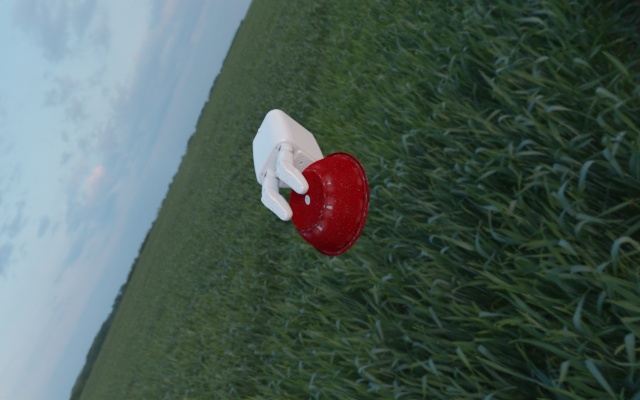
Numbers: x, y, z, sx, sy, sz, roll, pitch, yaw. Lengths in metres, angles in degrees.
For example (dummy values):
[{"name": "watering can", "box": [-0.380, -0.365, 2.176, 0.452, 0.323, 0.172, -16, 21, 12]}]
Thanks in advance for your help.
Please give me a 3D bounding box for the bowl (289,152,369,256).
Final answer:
[{"name": "bowl", "box": [0.000, 0.003, 0.717, 0.055, 0.162, 0.162, 8, -5, -37]}]
